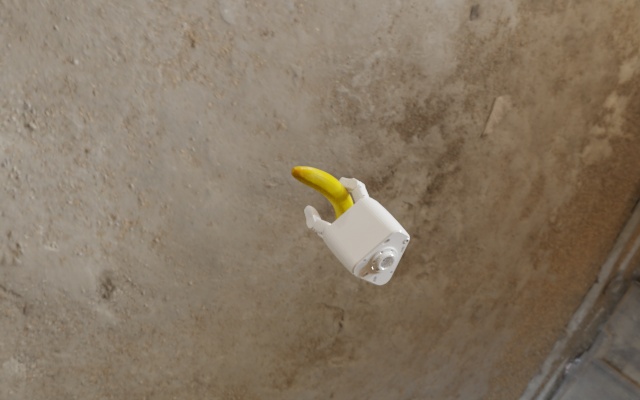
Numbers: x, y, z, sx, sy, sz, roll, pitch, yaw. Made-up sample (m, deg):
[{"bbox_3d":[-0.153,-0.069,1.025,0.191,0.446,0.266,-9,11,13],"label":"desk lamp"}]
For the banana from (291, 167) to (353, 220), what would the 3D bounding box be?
[{"bbox_3d":[0.017,-0.005,0.886,0.069,0.198,0.037,-34,42,-1],"label":"banana"}]
